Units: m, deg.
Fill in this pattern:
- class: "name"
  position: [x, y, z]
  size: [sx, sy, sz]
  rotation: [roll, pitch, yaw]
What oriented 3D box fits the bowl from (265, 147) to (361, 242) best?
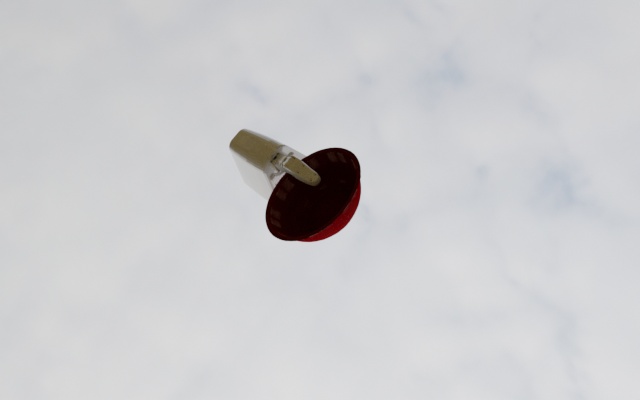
- class: "bowl"
  position: [0.001, 0.003, 0.684]
  size: [0.162, 0.162, 0.055]
  rotation: [0, -35, 42]
